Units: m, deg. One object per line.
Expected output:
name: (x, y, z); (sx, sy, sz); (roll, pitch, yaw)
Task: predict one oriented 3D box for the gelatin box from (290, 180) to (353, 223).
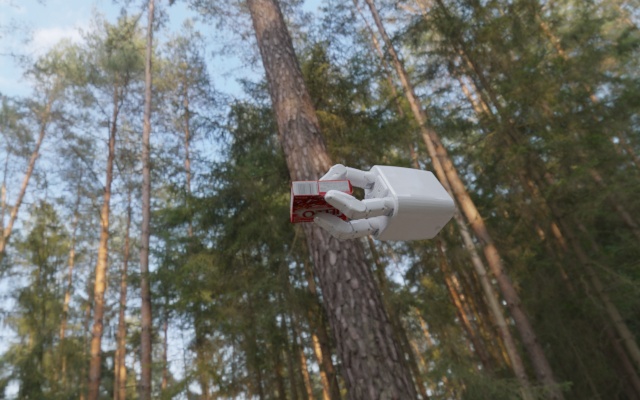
gelatin box: (0.000, 0.002, 0.723); (0.089, 0.030, 0.073); (-2, -35, -7)
